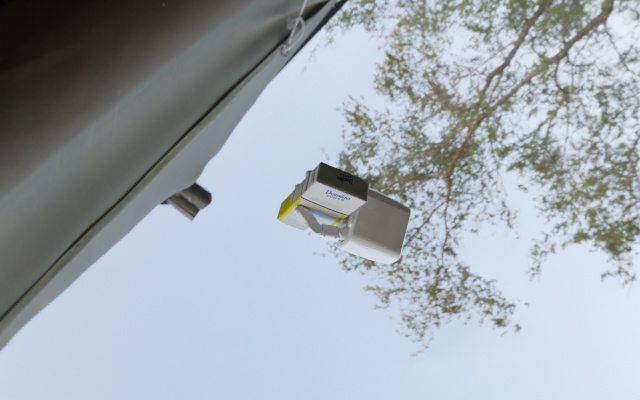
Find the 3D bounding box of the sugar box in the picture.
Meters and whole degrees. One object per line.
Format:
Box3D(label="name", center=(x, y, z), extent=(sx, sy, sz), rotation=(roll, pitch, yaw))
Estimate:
Box3D(label="sugar box", center=(0.000, 0.002, 0.823), extent=(0.093, 0.048, 0.176), rotation=(22, -33, -18))
